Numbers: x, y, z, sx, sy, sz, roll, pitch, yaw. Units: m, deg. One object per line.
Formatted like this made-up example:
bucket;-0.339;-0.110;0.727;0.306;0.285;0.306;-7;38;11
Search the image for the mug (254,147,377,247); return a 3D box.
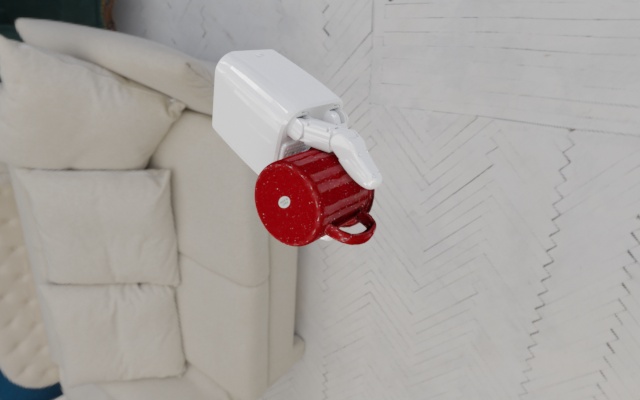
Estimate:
mug;0.001;0.003;0.452;0.117;0.093;0.081;41;37;20
